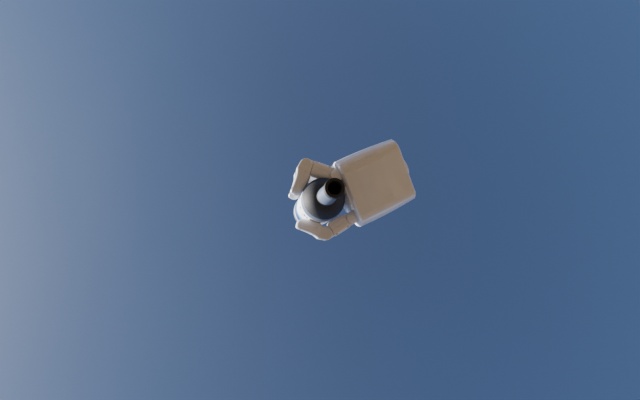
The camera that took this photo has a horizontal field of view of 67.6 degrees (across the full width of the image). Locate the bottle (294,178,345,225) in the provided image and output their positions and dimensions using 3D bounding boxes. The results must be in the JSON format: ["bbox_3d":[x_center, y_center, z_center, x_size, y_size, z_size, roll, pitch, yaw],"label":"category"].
[{"bbox_3d":[0.000,0.003,0.771,0.069,0.069,0.296,0,-7,-7],"label":"bottle"}]
